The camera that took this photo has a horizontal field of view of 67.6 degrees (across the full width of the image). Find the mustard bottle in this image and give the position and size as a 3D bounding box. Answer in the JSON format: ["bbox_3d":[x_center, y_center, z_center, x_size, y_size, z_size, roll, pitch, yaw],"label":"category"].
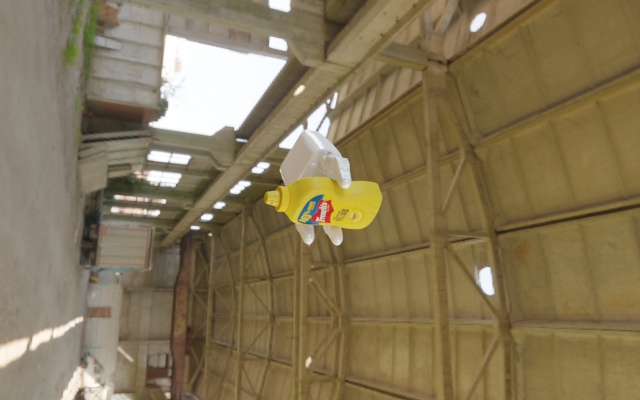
[{"bbox_3d":[0.000,0.003,0.800,0.191,0.058,0.096,6,-40,-23],"label":"mustard bottle"}]
